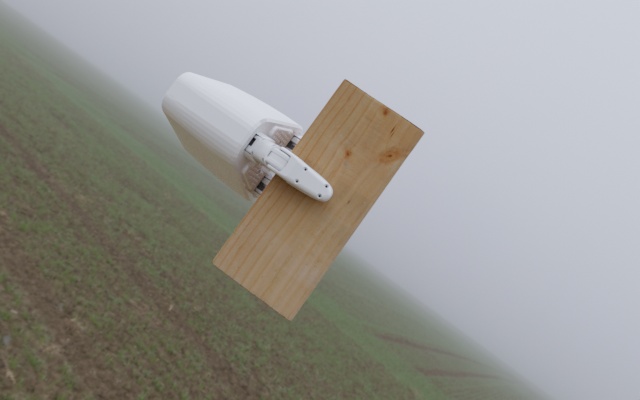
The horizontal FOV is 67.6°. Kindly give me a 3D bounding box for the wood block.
[{"bbox_3d":[0.000,0.001,0.466,0.090,0.206,0.091,35,-2,6],"label":"wood block"}]
